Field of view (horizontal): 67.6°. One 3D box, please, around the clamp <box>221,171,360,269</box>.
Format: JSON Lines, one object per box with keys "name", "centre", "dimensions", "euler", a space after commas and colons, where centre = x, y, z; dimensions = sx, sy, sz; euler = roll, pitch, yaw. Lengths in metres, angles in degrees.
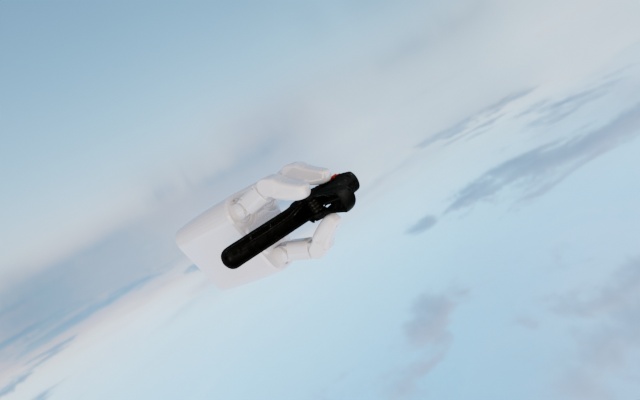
{"name": "clamp", "centre": [0.001, 0.002, 0.544], "dimensions": [0.164, 0.036, 0.210], "euler": [-26, 6, 33]}
